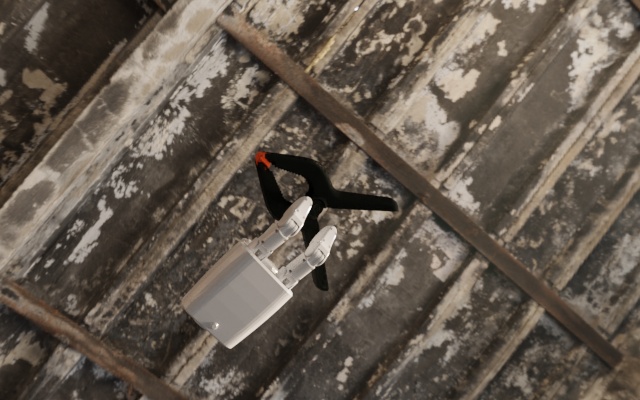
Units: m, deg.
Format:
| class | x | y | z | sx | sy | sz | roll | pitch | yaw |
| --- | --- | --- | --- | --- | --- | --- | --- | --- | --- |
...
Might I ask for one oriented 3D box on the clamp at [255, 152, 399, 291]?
| class | x | y | z | sx | sy | sz | roll | pitch | yaw |
| --- | --- | --- | --- | --- | --- | --- | --- | --- | --- |
| clamp | -0.001 | 0.002 | 0.648 | 0.164 | 0.210 | 0.036 | -42 | 20 | -5 |
